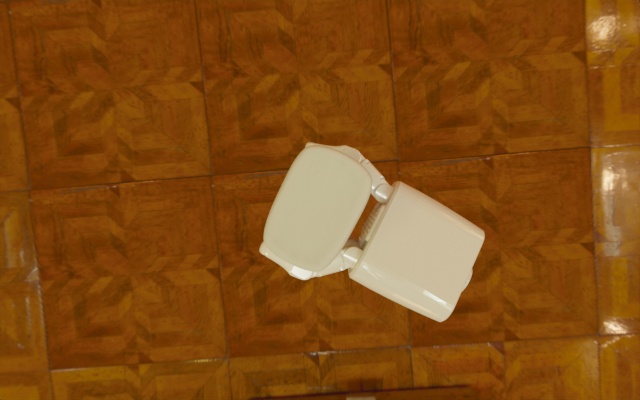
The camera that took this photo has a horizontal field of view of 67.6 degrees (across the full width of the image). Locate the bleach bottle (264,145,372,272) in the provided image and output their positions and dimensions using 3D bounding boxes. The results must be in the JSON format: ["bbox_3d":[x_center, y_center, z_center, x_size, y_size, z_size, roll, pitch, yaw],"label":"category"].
[{"bbox_3d":[0.000,0.002,0.499,0.068,0.102,0.251,27,4,0],"label":"bleach bottle"}]
